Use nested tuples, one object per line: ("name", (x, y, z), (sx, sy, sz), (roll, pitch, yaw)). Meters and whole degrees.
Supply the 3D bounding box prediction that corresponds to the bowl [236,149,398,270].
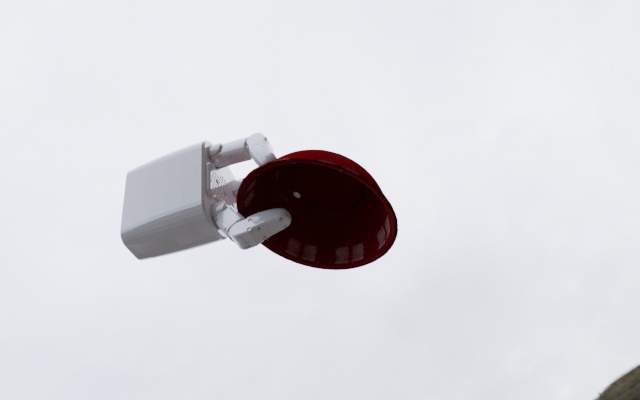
("bowl", (0.001, 0.001, 0.484), (0.162, 0.055, 0.162), (9, -42, 8))
